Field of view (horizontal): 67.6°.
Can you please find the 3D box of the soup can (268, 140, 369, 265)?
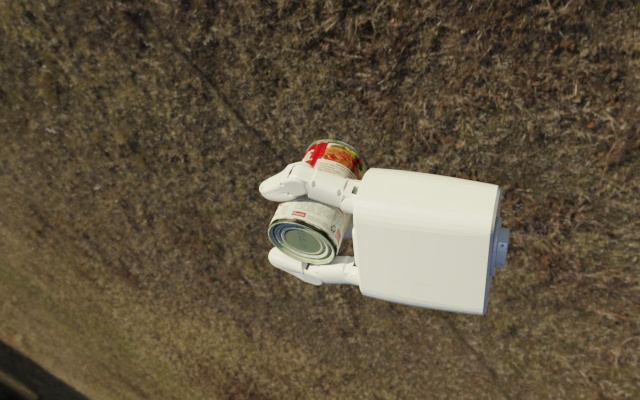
[{"bbox_3d":[-0.001,0.002,0.453,0.068,0.102,0.069,16,-35,12],"label":"soup can"}]
